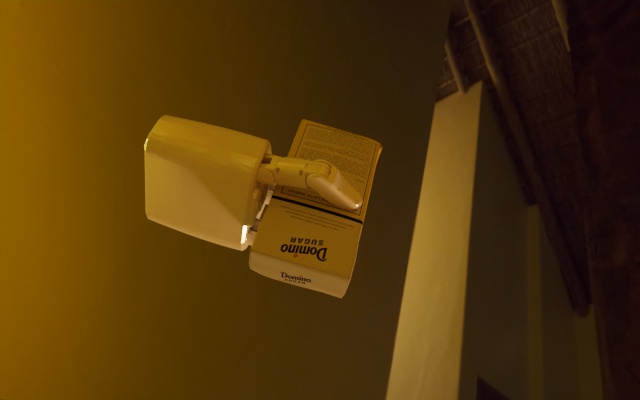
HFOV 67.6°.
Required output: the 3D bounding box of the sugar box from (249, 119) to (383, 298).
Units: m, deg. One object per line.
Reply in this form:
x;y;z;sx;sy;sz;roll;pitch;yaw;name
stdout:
0.000;0.002;0.477;0.093;0.176;0.048;17;-36;2;sugar box
